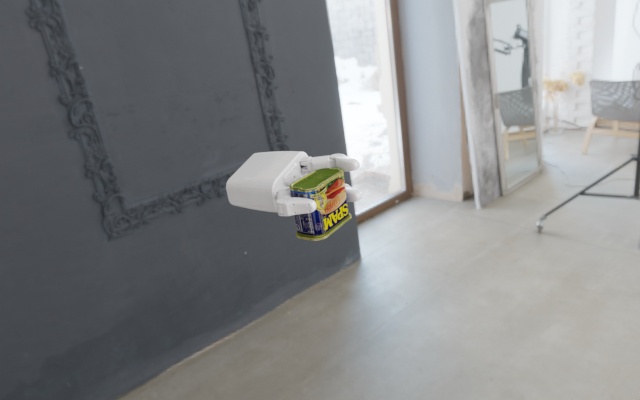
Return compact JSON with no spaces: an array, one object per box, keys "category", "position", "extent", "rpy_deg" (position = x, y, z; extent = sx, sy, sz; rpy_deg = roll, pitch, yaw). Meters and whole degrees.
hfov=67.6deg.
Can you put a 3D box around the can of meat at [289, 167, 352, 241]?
[{"category":"can of meat","position":[0.000,0.002,0.748],"extent":[0.057,0.084,0.102],"rpy_deg":[6,26,35]}]
